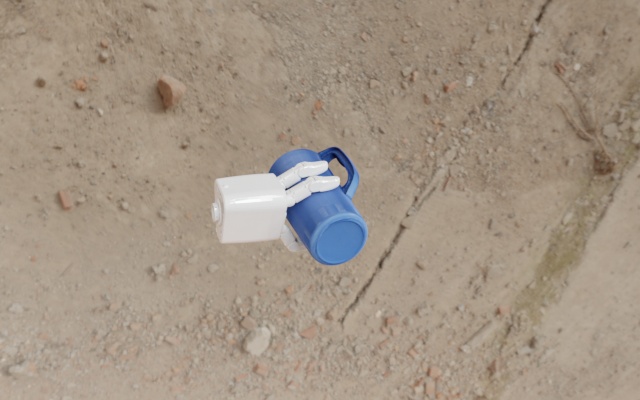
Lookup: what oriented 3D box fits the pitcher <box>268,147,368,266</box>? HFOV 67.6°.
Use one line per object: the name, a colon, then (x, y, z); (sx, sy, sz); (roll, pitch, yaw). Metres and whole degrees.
pitcher: (0.000, 0.003, 0.893); (0.145, 0.149, 0.242); (-4, 31, -21)
